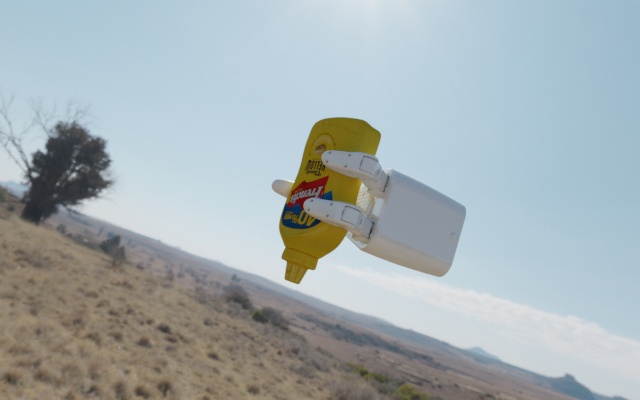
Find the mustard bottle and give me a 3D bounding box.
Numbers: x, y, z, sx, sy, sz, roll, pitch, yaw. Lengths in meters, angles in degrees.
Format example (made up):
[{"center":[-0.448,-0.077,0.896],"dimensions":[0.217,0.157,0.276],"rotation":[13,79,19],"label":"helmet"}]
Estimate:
[{"center":[0.000,0.001,0.544],"dimensions":[0.096,0.191,0.058],"rotation":[7,-16,48],"label":"mustard bottle"}]
